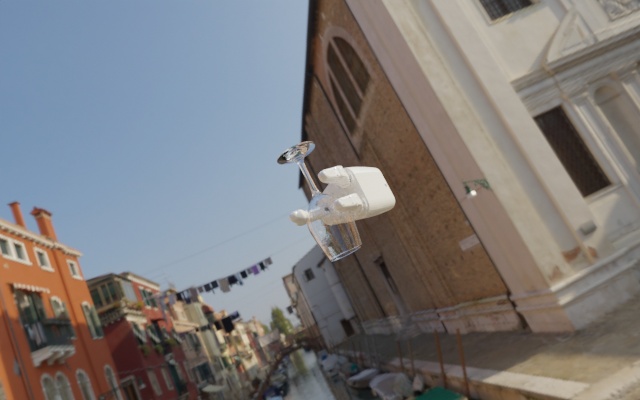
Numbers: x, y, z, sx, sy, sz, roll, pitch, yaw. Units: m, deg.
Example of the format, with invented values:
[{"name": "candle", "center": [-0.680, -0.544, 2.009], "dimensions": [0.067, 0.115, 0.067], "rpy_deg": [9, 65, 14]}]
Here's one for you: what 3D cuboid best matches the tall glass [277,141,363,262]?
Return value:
[{"name": "tall glass", "center": [0.000, 0.002, 0.820], "dimensions": [0.079, 0.201, 0.079], "rpy_deg": [-25, -13, -6]}]
